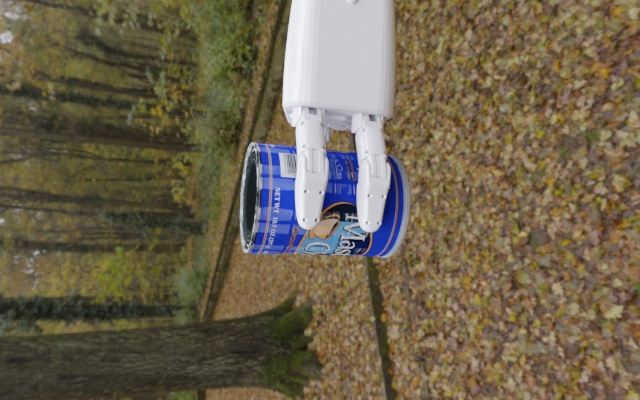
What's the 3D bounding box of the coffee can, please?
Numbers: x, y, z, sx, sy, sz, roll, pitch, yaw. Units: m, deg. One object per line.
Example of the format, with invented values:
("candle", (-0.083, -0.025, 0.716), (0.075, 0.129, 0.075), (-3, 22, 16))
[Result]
("coffee can", (0.000, 0.002, 0.457), (0.140, 0.103, 0.103), (4, -1, -17))
